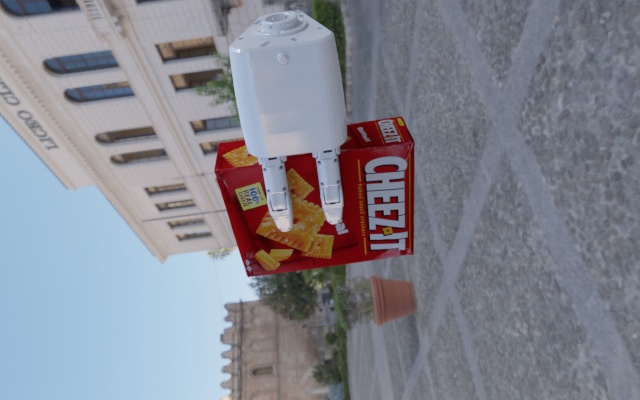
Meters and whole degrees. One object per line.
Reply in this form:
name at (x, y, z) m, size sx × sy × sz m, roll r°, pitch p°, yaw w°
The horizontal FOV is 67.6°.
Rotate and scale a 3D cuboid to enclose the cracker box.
cracker box at (0.000, 0.002, 0.564) m, size 0.214 × 0.164 × 0.072 m, roll -8°, pitch 36°, yaw 0°
